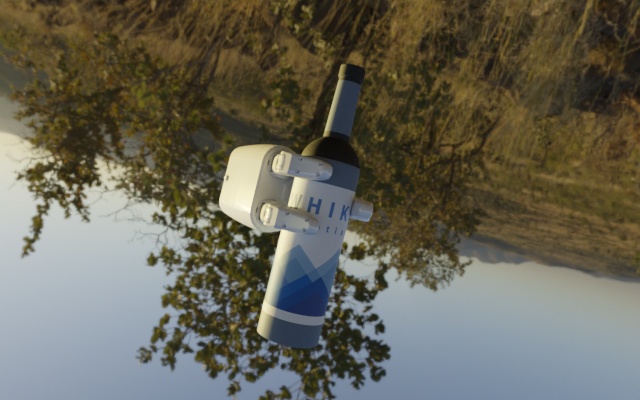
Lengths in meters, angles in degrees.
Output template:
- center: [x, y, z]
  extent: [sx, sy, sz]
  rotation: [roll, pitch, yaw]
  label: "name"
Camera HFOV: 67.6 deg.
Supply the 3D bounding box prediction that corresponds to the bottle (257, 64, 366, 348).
- center: [0.000, 0.002, 0.507]
  extent: [0.069, 0.295, 0.069]
  rotation: [14, -1, 0]
  label: "bottle"
